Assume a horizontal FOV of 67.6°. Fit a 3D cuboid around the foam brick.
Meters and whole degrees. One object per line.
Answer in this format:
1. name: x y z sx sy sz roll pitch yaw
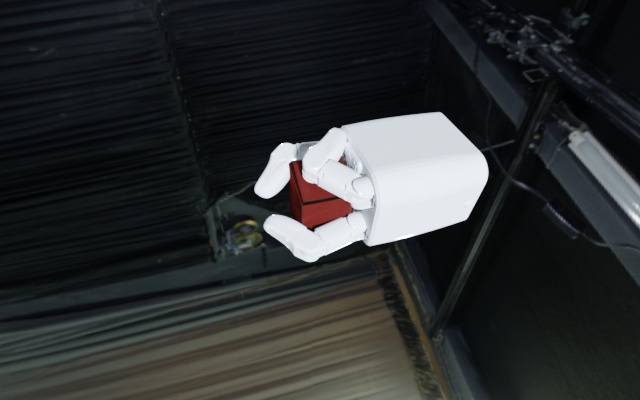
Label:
1. foam brick: 0.000 0.002 0.466 0.051 0.053 0.078 -12 -33 -11
